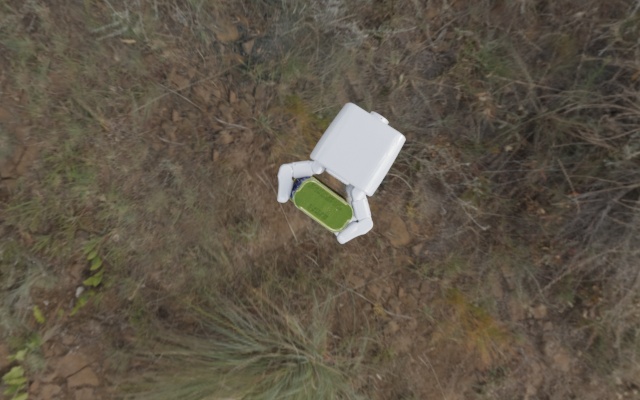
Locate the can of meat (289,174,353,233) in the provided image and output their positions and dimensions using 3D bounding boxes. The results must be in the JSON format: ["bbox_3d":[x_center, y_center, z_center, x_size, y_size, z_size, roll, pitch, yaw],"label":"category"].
[{"bbox_3d":[0.000,0.003,0.762,0.102,0.057,0.084,36,2,-11],"label":"can of meat"}]
